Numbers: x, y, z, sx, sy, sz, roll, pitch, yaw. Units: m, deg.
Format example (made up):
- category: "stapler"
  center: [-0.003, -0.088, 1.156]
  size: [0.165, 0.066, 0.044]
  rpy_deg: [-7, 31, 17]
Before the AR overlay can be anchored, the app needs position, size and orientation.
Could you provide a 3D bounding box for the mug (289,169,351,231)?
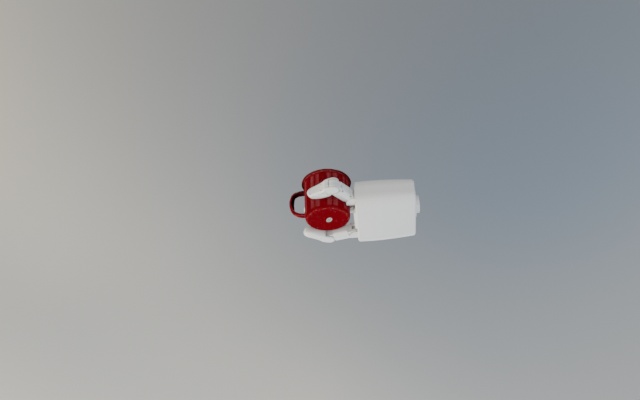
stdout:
- category: "mug"
  center: [-0.001, 0.003, 0.875]
  size: [0.117, 0.081, 0.093]
  rpy_deg: [-6, -34, 6]
